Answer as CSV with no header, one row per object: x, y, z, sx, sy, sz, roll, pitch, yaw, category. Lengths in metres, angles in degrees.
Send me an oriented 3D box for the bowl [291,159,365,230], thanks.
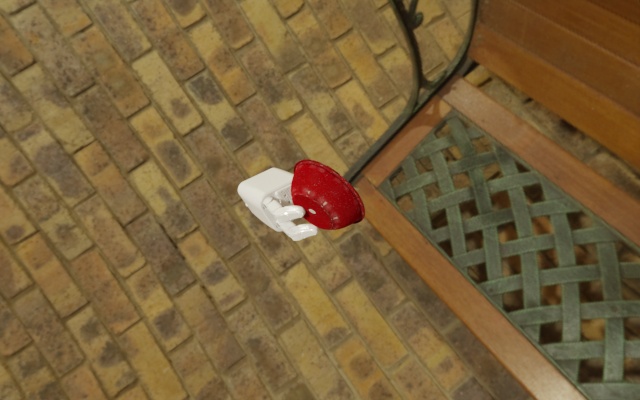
0.001,0.003,0.871,0.162,0.162,0.055,0,43,53,bowl
